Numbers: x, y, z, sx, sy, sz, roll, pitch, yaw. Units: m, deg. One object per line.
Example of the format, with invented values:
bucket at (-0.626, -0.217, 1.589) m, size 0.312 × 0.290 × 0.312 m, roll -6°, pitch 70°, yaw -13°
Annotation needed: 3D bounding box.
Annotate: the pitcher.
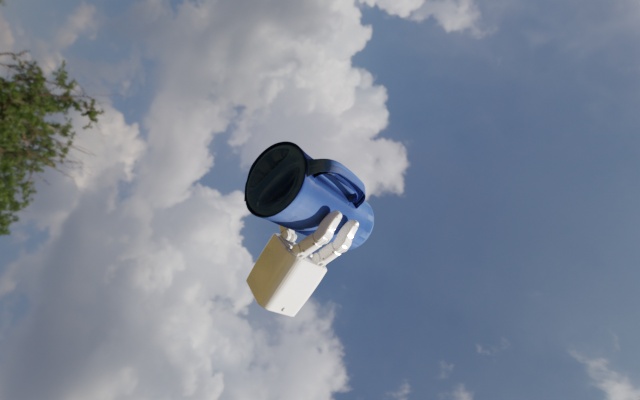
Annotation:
pitcher at (0.000, 0.003, 0.842) m, size 0.243 × 0.145 × 0.149 m, roll 30°, pitch 4°, yaw -47°
